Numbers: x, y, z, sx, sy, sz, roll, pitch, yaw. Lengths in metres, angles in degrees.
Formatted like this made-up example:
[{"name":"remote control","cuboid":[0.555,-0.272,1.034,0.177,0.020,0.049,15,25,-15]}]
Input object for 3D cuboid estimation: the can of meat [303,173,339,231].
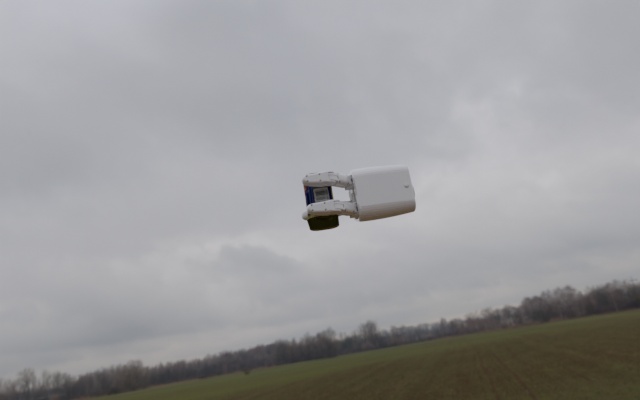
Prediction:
[{"name":"can of meat","cuboid":[0.000,0.003,0.893,0.057,0.084,0.102,-9,-18,1]}]
